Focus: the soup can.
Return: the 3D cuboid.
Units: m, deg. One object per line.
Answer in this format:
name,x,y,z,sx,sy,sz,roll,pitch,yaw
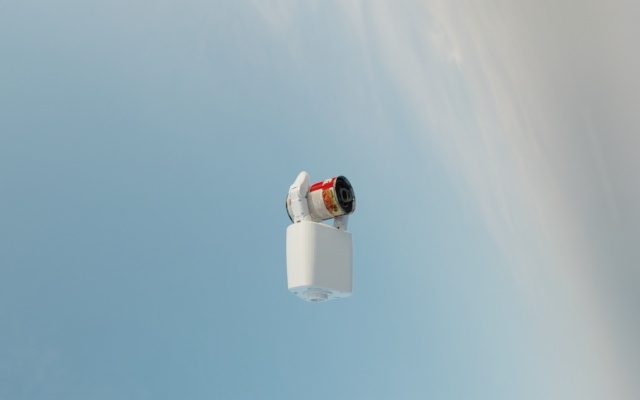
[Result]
soup can,0.000,0.002,0.820,0.102,0.068,0.068,-16,-8,30
